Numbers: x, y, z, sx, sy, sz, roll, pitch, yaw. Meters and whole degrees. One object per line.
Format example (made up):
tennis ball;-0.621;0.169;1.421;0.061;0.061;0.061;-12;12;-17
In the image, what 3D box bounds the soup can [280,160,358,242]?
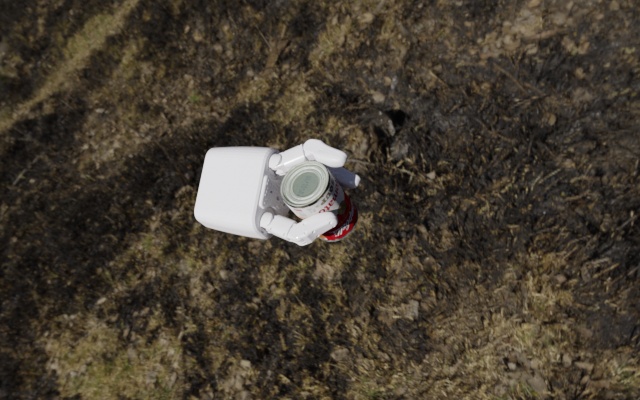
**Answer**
soup can;0.000;0.002;0.615;0.068;0.068;0.102;0;-28;27
